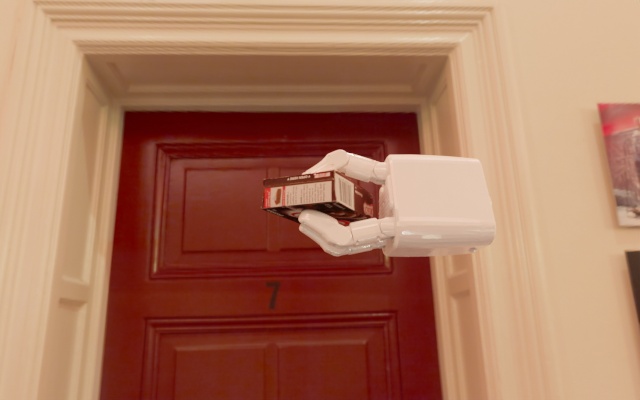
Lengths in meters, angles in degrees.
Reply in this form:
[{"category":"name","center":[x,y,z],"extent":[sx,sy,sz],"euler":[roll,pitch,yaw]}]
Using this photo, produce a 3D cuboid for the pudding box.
[{"category":"pudding box","center":[0.000,0.002,0.541],"extent":[0.090,0.039,0.113],"euler":[-7,-18,25]}]
